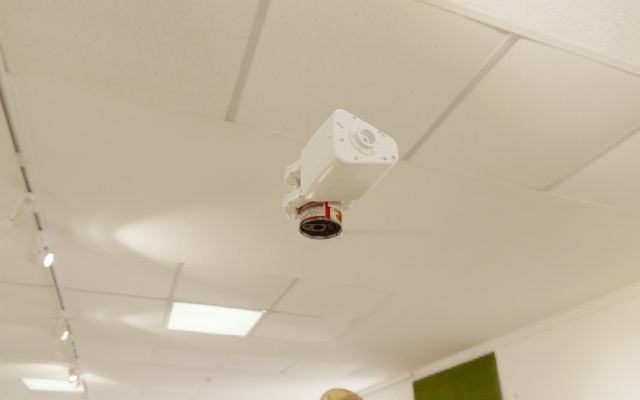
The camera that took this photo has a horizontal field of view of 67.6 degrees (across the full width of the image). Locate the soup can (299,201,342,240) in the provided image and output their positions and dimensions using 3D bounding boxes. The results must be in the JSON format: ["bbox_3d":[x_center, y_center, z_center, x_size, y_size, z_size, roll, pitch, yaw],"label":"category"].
[{"bbox_3d":[0.000,0.003,0.767,0.068,0.102,0.068,0,-31,0],"label":"soup can"}]
